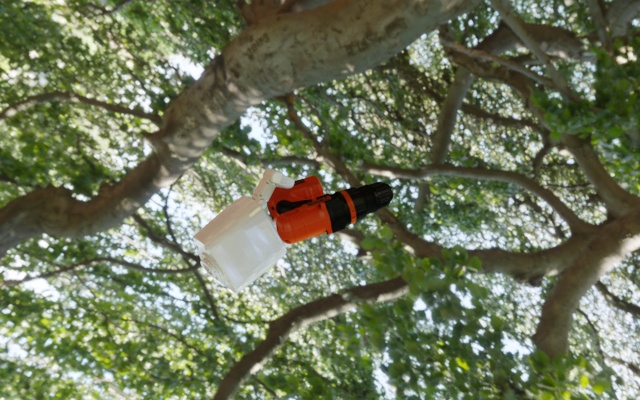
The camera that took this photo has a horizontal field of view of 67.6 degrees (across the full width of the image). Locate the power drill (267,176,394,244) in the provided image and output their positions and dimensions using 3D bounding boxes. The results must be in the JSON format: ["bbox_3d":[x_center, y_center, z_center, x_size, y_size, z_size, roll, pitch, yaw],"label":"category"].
[{"bbox_3d":[0.000,0.003,0.757,0.184,0.057,0.187,-18,14,-17],"label":"power drill"}]
